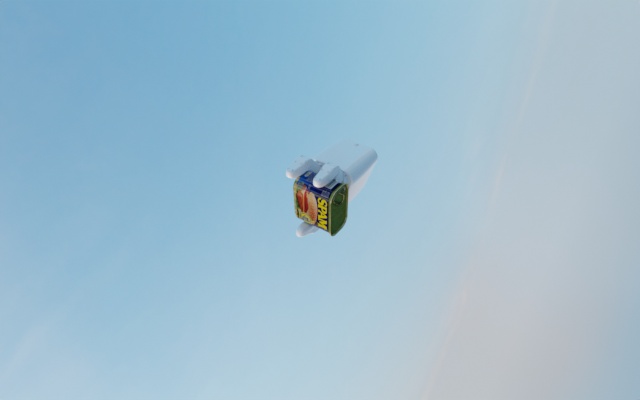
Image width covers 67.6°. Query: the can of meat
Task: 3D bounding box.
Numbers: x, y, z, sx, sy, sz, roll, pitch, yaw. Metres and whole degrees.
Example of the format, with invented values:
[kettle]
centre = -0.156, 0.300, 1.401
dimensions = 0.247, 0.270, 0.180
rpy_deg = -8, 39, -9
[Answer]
[can of meat]
centre = 0.000, 0.003, 0.862
dimensions = 0.084, 0.102, 0.057
rpy_deg = 24, 46, 26
